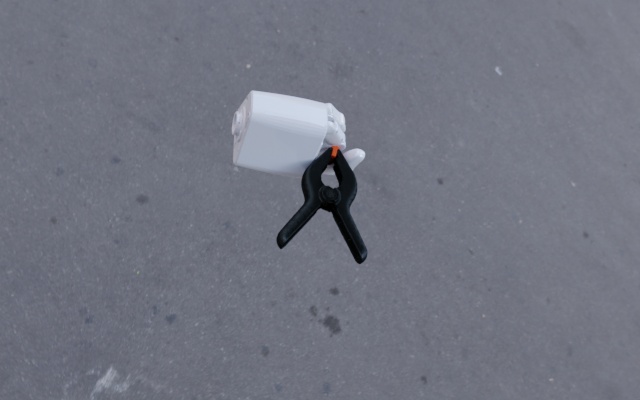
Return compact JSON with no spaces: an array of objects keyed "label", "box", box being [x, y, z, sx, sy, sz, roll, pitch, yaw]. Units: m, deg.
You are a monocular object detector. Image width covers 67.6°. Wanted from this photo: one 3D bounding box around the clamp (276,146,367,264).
[{"label":"clamp","box":[0.000,0.002,0.649,0.120,0.171,0.039,7,-30,-18]}]
